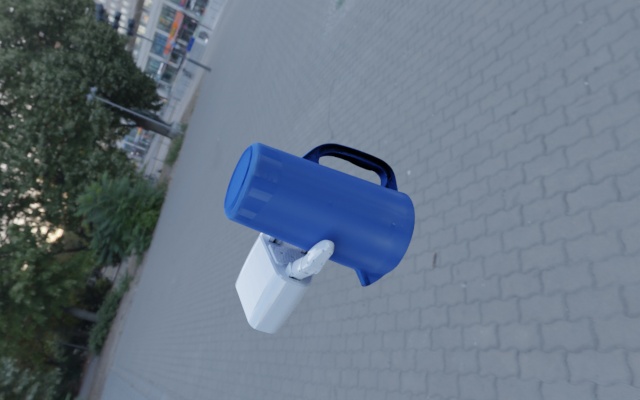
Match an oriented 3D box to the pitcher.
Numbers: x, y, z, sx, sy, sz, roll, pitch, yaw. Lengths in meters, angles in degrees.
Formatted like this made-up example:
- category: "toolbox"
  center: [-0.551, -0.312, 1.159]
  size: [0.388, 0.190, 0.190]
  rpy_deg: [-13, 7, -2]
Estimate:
- category: "pitcher"
  center: [0.000, 0.002, 0.664]
  size: [0.243, 0.145, 0.149]
  rpy_deg: [21, 27, -21]
